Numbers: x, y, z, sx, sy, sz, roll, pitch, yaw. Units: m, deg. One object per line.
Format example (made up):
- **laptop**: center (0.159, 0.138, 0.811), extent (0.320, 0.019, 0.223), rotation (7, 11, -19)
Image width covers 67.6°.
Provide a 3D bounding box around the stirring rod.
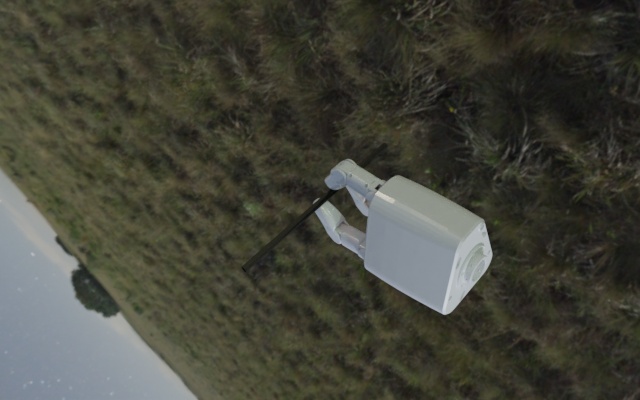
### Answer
- **stirring rod**: center (0.000, 0.002, 0.562), extent (0.239, 0.011, 0.011), rotation (-41, 19, -24)
